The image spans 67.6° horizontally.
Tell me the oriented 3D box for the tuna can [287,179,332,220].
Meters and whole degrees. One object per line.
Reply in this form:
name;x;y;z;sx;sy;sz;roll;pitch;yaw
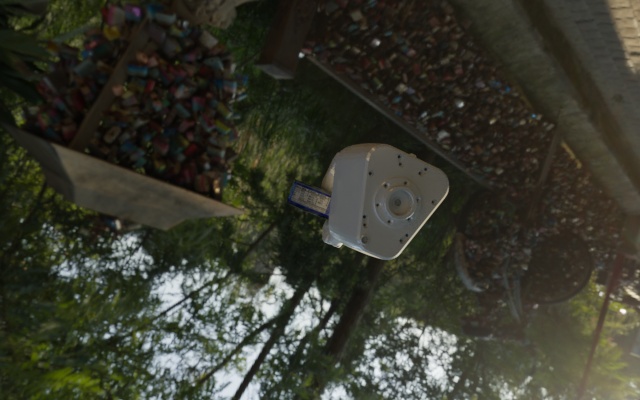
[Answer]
tuna can;0.000;0.003;0.634;0.086;0.034;0.086;21;2;-1
